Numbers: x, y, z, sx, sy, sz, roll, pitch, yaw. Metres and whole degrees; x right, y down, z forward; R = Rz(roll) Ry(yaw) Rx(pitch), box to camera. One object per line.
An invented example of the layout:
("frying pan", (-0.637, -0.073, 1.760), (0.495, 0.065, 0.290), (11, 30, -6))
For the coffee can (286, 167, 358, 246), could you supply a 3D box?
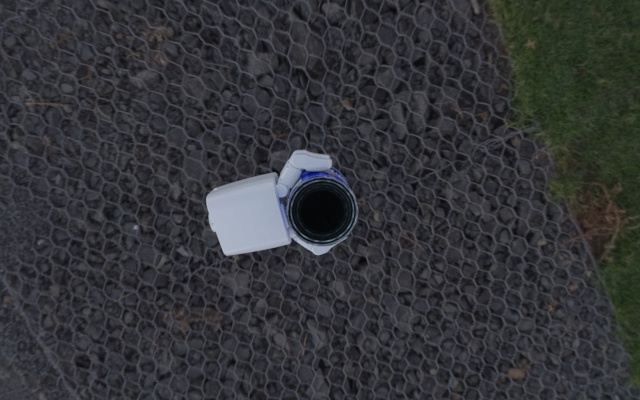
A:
("coffee can", (0.000, 0.002, 0.741), (0.103, 0.103, 0.140), (0, 11, -2))
